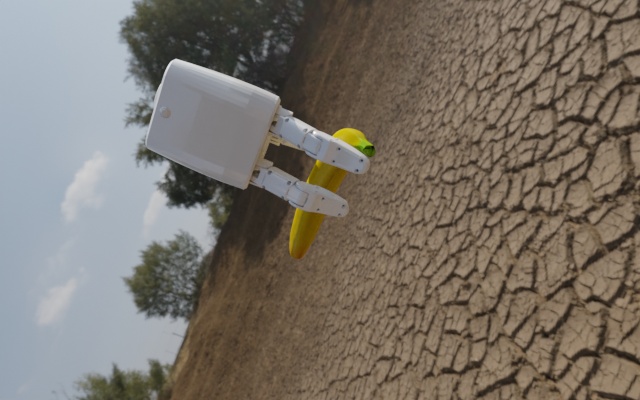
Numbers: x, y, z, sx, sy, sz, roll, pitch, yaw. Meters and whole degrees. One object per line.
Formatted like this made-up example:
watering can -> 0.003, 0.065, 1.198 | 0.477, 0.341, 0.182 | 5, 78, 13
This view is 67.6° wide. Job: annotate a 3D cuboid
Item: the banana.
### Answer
banana -> 0.004, -0.014, 0.524 | 0.037, 0.069, 0.198 | 21, -45, -10
